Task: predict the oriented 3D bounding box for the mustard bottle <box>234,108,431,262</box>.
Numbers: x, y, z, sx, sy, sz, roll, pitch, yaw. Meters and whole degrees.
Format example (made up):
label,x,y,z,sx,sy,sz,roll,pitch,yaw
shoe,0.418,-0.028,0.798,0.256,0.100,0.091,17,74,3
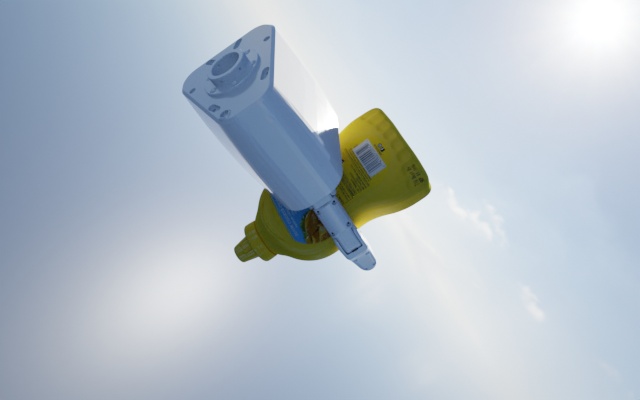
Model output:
label,x,y,z,sx,sy,sz,roll,pitch,yaw
mustard bottle,0.000,0.001,0.452,0.191,0.096,0.058,-33,-22,7
